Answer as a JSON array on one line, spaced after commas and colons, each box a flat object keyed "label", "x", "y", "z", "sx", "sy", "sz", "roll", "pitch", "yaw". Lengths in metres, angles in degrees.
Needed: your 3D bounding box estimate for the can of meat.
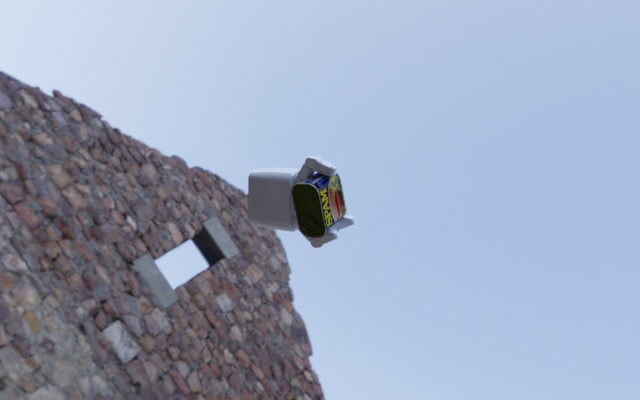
[{"label": "can of meat", "x": 0.000, "y": 0.003, "z": 0.856, "sx": 0.057, "sy": 0.102, "sz": 0.084, "roll": 3, "pitch": 24, "yaw": 33}]
